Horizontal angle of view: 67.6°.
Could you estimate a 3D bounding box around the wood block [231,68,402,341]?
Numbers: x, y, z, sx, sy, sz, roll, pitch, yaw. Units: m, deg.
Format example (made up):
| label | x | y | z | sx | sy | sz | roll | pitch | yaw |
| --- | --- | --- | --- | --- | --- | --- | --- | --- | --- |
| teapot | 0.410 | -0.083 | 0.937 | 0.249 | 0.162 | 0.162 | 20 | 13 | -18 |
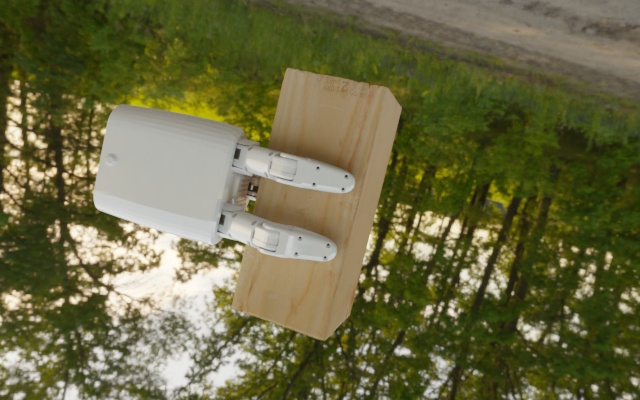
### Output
| label | x | y | z | sx | sy | sz | roll | pitch | yaw |
| --- | --- | --- | --- | --- | --- | --- | --- | --- | --- |
| wood block | 0.000 | 0.001 | 0.426 | 0.090 | 0.206 | 0.091 | 15 | 5 | 15 |
